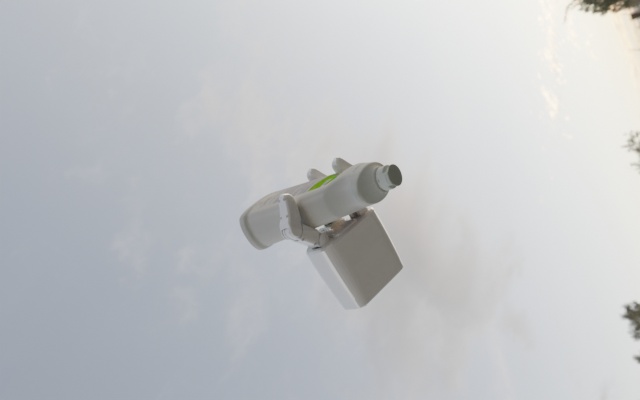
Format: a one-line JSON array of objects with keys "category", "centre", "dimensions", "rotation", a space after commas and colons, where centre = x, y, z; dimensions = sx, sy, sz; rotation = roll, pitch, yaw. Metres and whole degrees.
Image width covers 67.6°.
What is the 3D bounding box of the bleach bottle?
[{"category": "bleach bottle", "centre": [0.000, 0.002, 0.661], "dimensions": [0.251, 0.068, 0.102], "rotation": [-18, 18, 43]}]
